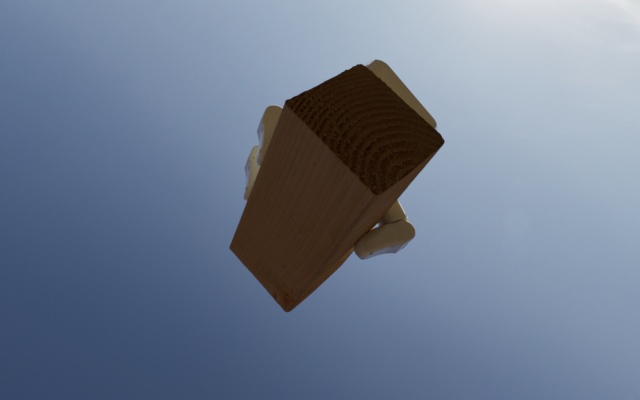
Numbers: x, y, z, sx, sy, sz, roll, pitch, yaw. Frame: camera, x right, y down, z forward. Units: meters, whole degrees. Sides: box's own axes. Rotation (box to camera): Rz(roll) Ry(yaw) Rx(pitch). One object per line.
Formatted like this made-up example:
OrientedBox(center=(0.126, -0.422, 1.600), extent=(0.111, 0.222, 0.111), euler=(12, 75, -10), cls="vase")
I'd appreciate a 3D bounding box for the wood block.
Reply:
OrientedBox(center=(0.000, 0.001, 0.408), extent=(0.090, 0.091, 0.206), euler=(-36, -14, -36), cls="wood block")
